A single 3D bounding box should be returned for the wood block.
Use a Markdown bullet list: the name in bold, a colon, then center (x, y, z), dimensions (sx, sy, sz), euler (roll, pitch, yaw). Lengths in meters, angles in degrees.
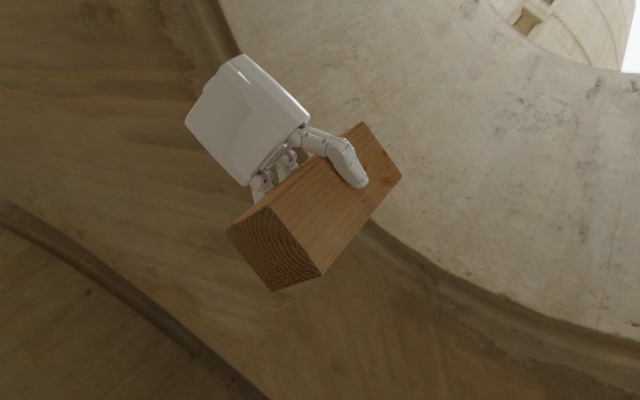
- **wood block**: center (0.000, 0.001, 0.560), dimensions (0.091, 0.090, 0.206), euler (-28, 13, 45)
